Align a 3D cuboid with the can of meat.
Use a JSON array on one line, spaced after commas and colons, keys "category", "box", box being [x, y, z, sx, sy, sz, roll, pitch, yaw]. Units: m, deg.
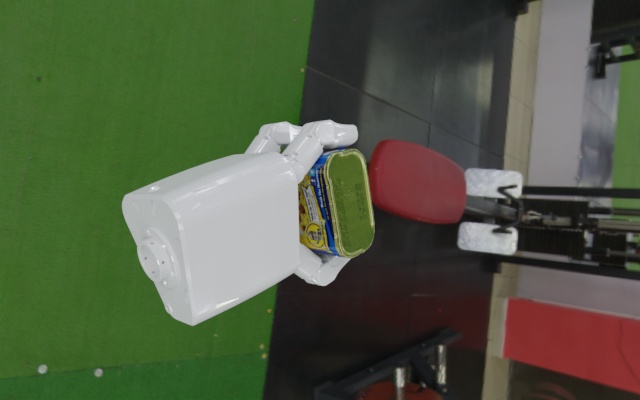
[{"category": "can of meat", "box": [0.000, 0.002, 0.452, 0.057, 0.102, 0.084, -21, 16, -42]}]
